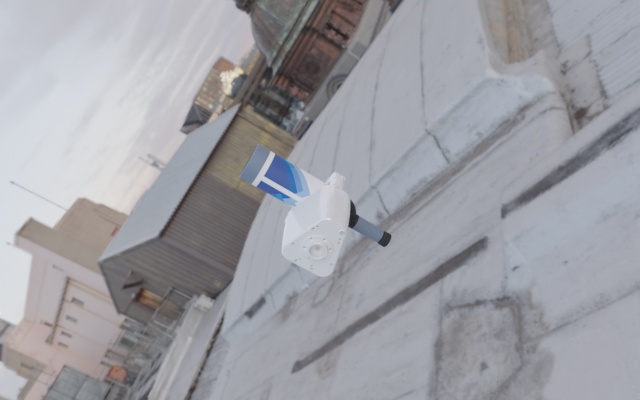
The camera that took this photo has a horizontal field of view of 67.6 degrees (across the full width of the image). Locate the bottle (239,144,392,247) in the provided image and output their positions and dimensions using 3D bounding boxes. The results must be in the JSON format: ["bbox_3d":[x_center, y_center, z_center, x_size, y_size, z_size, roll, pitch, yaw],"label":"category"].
[{"bbox_3d":[0.000,0.003,0.857,0.296,0.069,0.069,30,-7,-12],"label":"bottle"}]
